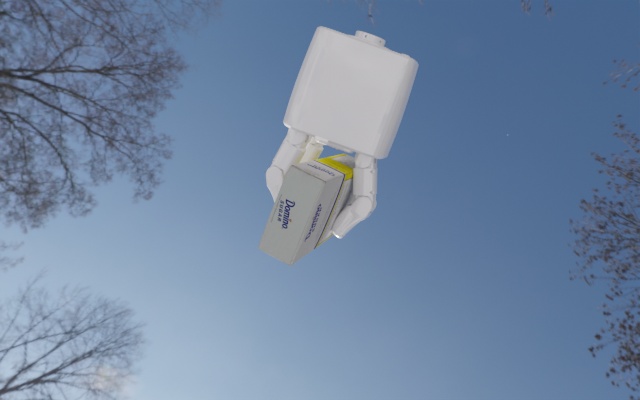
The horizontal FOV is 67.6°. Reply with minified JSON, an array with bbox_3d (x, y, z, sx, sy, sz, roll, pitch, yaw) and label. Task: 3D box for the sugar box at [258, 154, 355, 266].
[{"bbox_3d":[0.000,0.001,0.525,0.048,0.093,0.176,27,16,16],"label":"sugar box"}]
